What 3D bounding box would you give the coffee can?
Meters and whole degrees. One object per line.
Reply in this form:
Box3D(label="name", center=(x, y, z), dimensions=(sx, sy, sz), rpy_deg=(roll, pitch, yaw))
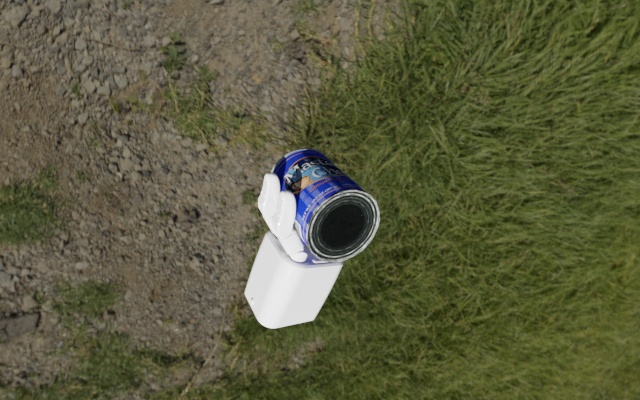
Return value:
Box3D(label="coffee can", center=(0.000, 0.002, 0.642), dimensions=(0.103, 0.103, 0.140), rpy_deg=(0, 26, -28))
